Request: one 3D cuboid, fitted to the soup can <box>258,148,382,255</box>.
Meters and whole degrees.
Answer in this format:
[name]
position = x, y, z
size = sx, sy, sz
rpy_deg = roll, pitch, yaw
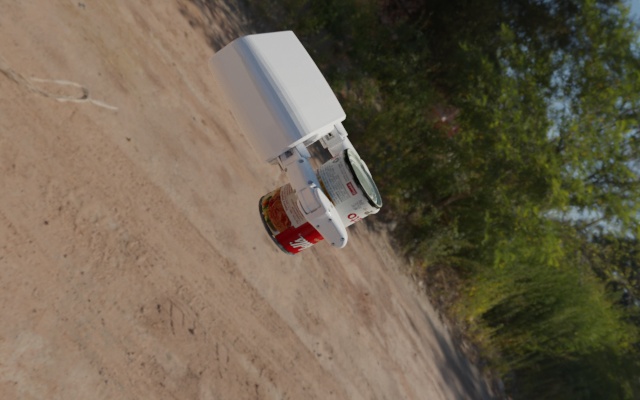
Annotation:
[soup can]
position = 0.001, 0.002, 0.470
size = 0.102, 0.068, 0.068
rpy_deg = -29, -9, 16
